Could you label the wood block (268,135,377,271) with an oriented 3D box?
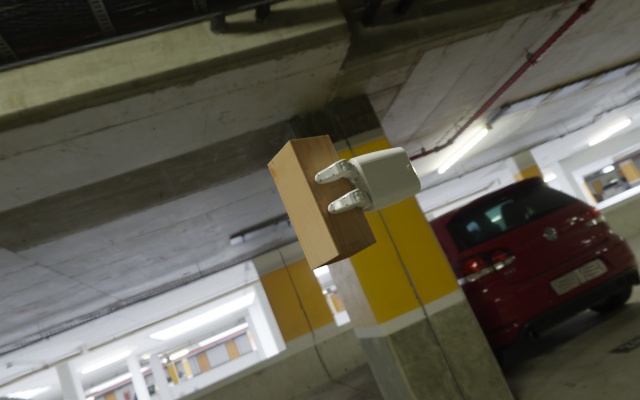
[{"bbox_3d":[0.000,0.003,0.825,0.090,0.206,0.091,-14,-16,-37],"label":"wood block"}]
